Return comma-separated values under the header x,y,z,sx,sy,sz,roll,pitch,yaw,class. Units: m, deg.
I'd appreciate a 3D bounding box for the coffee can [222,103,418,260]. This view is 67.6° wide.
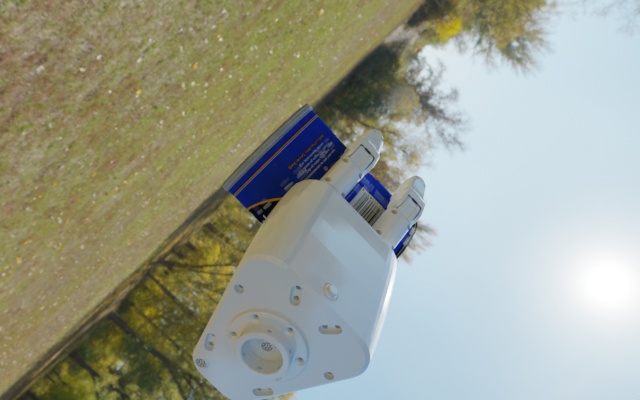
x,y,z,sx,sy,sz,roll,pitch,yaw,class
0.000,0.001,0.421,0.103,0.140,0.103,-43,7,7,coffee can
